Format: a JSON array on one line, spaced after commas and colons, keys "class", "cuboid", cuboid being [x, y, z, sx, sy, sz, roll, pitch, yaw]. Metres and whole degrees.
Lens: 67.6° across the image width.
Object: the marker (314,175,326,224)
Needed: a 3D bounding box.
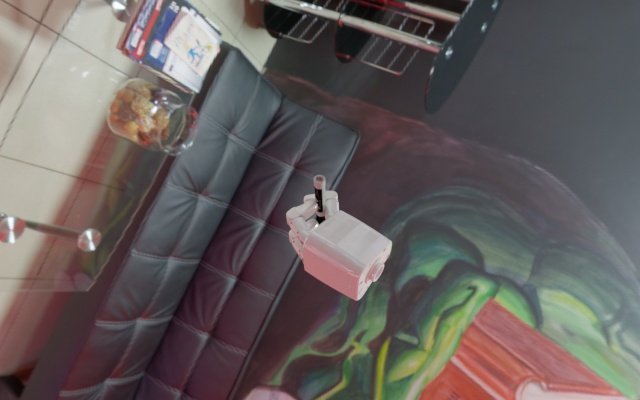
[{"class": "marker", "cuboid": [0.000, 0.003, 0.816, 0.020, 0.020, 0.121, 0, -38, 2]}]
